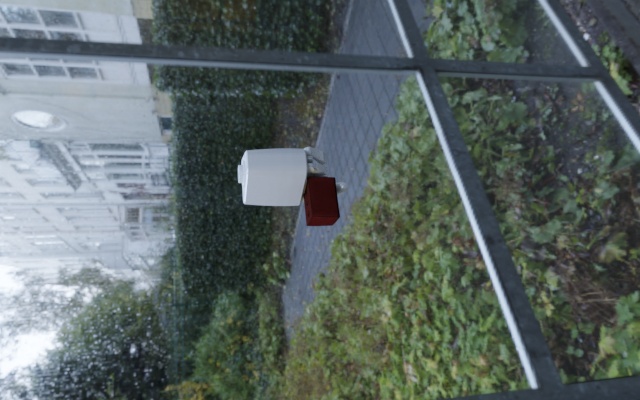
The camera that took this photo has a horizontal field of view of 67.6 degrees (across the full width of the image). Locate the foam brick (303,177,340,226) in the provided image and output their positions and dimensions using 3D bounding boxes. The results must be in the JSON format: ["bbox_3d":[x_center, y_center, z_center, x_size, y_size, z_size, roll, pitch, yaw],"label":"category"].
[{"bbox_3d":[0.000,0.003,0.861,0.051,0.078,0.053,-1,-22,-15],"label":"foam brick"}]
